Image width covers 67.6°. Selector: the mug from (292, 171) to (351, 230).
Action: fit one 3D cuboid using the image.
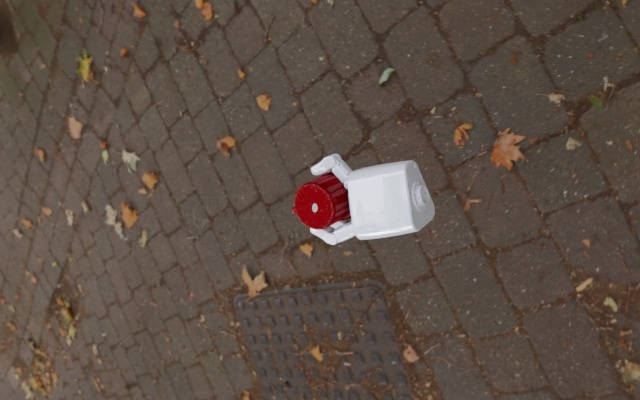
[{"bbox_3d":[-0.001,0.003,0.823,0.117,0.093,0.081,-12,8,36],"label":"mug"}]
